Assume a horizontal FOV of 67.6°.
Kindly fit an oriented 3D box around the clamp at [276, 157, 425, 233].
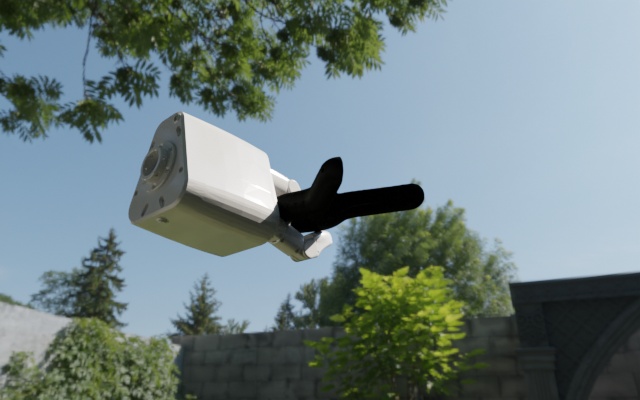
[{"bbox_3d":[0.000,0.001,0.467,0.171,0.039,0.120,-19,-32,36],"label":"clamp"}]
